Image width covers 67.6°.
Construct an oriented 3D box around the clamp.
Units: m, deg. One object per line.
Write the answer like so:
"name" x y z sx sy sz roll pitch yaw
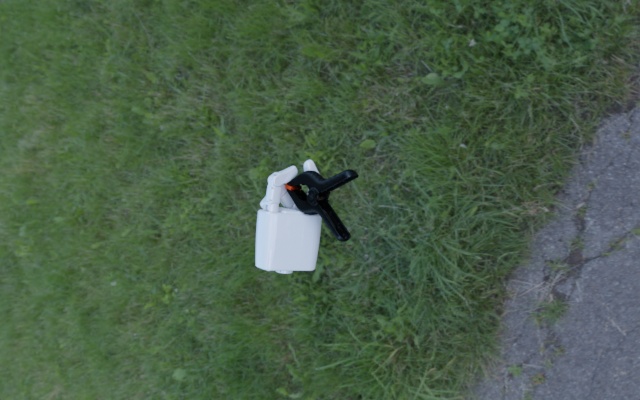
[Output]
"clamp" 0.000 0.003 0.830 0.039 0.120 0.171 3 4 -39
